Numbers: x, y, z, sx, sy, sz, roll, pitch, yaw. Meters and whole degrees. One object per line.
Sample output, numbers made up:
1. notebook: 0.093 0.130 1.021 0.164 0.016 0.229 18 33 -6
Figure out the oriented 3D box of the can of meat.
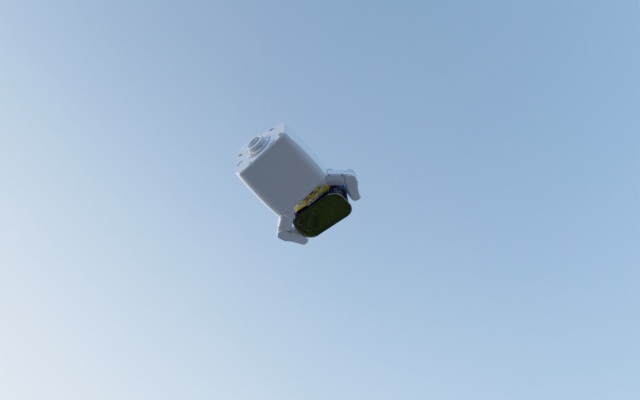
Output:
1. can of meat: 0.000 0.003 0.836 0.102 0.057 0.084 -35 32 19
